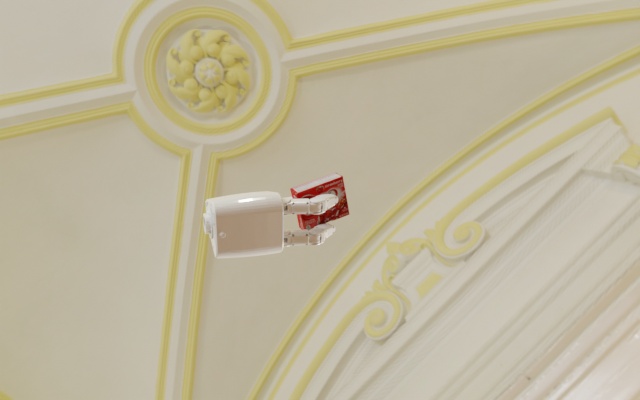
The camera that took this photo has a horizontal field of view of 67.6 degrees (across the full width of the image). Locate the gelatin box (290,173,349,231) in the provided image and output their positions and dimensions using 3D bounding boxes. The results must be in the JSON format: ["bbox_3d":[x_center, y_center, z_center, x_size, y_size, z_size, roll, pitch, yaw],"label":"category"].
[{"bbox_3d":[0.000,0.002,0.801,0.089,0.073,0.030,-21,26,-19],"label":"gelatin box"}]
